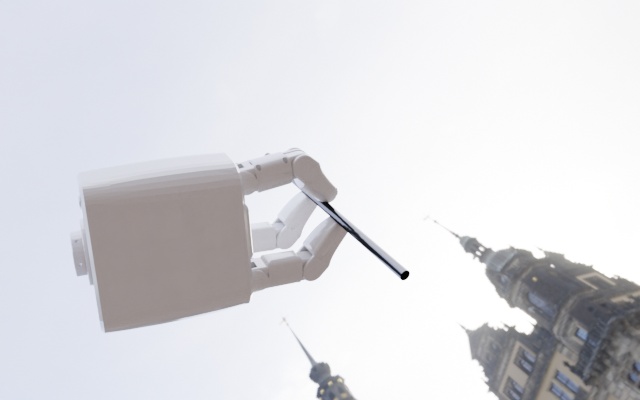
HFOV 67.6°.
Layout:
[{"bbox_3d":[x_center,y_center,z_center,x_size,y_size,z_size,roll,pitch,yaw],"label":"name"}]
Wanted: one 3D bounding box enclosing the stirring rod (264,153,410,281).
[{"bbox_3d":[0.000,0.001,0.409,0.011,0.011,0.239,0,24,-30],"label":"stirring rod"}]
